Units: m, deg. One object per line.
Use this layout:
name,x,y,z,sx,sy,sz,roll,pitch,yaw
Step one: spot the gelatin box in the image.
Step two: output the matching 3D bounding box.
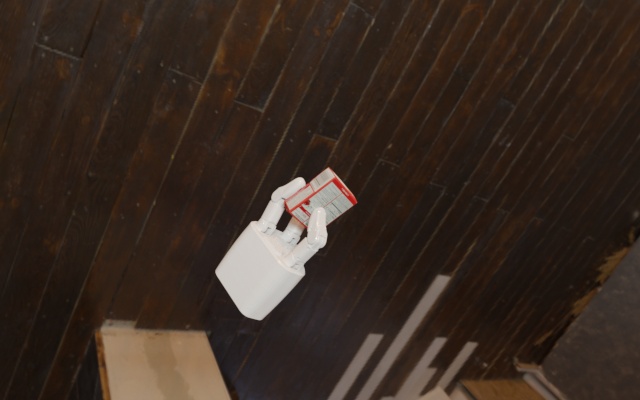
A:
gelatin box,0.001,0.002,0.726,0.089,0.030,0.073,-37,-45,8
